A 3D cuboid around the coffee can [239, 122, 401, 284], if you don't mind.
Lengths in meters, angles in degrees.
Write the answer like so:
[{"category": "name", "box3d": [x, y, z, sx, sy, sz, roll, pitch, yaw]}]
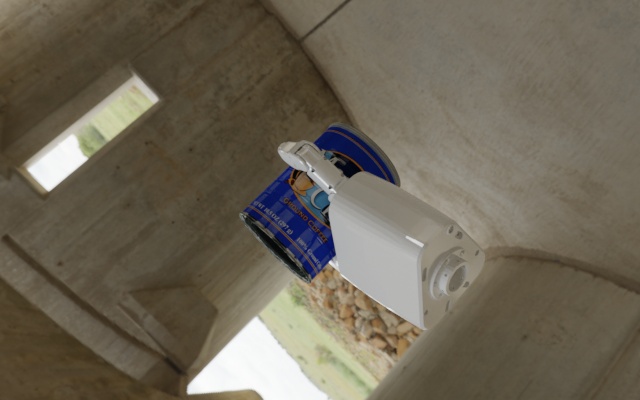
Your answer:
[{"category": "coffee can", "box3d": [0.000, 0.001, 0.504, 0.140, 0.103, 0.103, -45, 14, -14]}]
